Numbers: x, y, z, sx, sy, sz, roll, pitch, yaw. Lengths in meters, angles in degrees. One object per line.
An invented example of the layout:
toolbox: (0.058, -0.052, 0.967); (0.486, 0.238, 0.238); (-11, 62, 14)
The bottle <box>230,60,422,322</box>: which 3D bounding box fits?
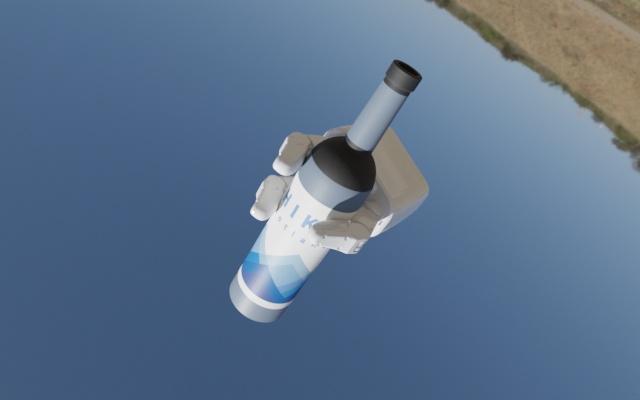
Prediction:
bottle: (0.000, 0.002, 0.453); (0.069, 0.296, 0.069); (24, 32, -16)
